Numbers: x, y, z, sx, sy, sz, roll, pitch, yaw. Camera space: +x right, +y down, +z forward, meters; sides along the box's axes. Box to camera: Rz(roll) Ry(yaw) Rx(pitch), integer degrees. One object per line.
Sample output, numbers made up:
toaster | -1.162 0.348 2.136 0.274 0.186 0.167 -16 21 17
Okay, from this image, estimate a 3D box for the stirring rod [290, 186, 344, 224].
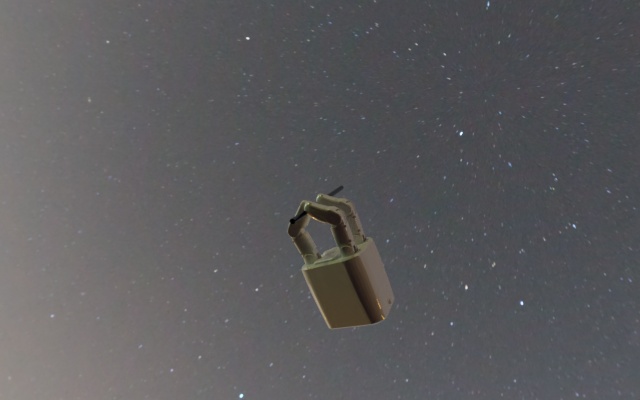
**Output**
stirring rod | 0.000 0.003 0.752 0.011 0.011 0.239 0 12 19
